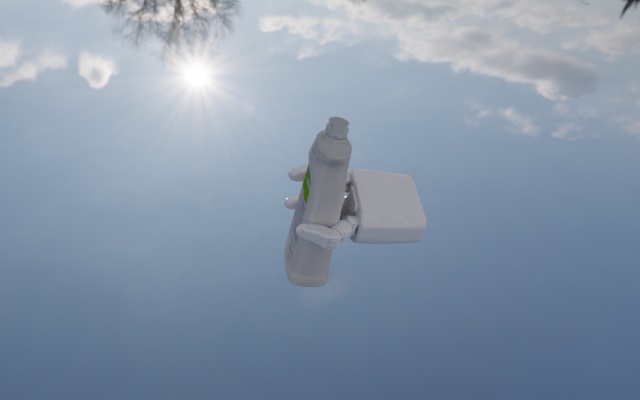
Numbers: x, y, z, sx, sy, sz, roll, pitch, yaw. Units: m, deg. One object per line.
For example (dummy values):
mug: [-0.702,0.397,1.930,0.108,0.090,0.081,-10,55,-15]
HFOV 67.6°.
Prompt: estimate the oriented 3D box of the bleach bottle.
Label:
bleach bottle: [0.000,0.002,0.690,0.068,0.251,0.102,4,35,-15]
